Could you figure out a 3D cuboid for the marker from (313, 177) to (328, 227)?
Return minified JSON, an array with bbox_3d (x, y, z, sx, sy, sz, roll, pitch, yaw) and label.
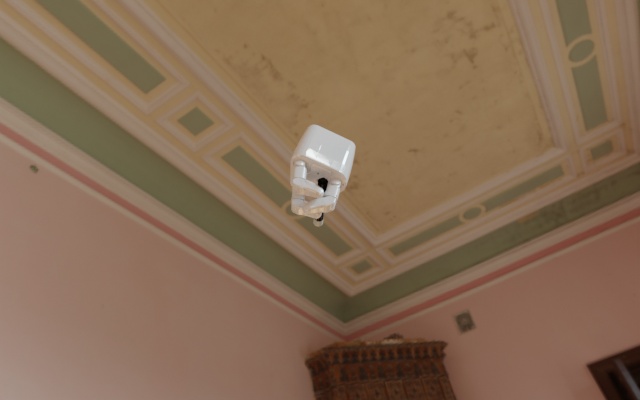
[{"bbox_3d":[0.000,0.003,0.889,0.020,0.020,0.121,0,-43,-6],"label":"marker"}]
